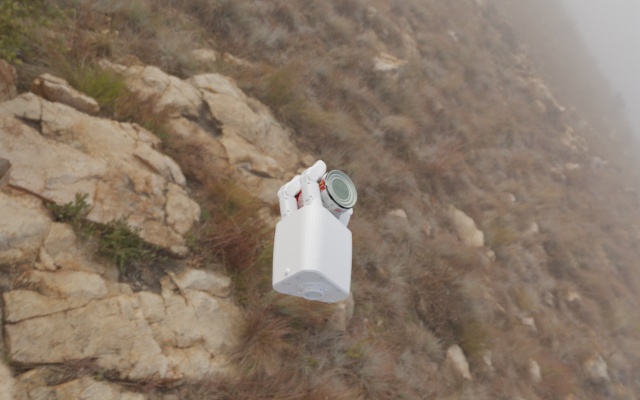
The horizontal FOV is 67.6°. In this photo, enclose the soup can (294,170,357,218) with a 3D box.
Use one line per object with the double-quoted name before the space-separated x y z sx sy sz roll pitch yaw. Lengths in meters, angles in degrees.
"soup can" 0.000 0.002 0.767 0.068 0.068 0.102 0 -24 -46
